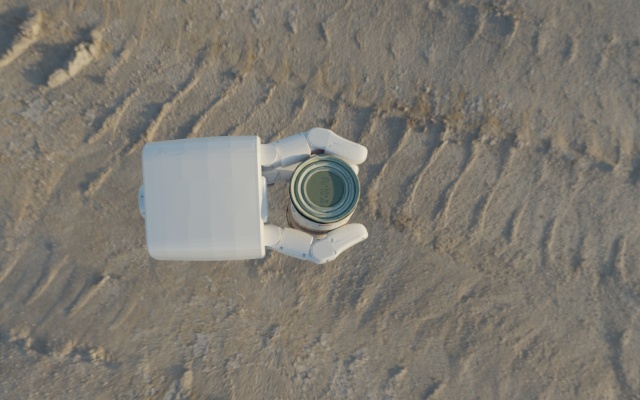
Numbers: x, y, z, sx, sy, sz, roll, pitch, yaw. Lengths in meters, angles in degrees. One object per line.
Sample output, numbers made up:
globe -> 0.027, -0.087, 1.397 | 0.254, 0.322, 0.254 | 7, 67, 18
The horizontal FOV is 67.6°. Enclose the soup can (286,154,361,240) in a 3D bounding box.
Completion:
soup can -> 0.001, 0.002, 0.480 | 0.068, 0.068, 0.102 | 0, -15, -5
